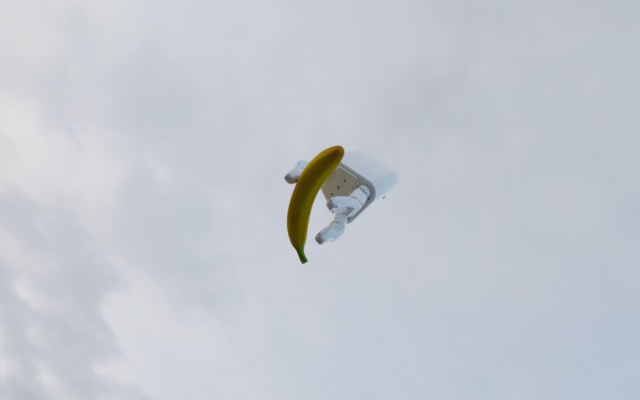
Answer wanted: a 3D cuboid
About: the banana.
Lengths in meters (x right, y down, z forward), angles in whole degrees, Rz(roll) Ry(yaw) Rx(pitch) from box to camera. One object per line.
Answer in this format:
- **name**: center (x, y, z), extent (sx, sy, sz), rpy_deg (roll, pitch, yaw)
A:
- **banana**: center (-0.015, -0.003, 0.725), extent (0.069, 0.198, 0.037), rpy_deg (32, 29, 29)
